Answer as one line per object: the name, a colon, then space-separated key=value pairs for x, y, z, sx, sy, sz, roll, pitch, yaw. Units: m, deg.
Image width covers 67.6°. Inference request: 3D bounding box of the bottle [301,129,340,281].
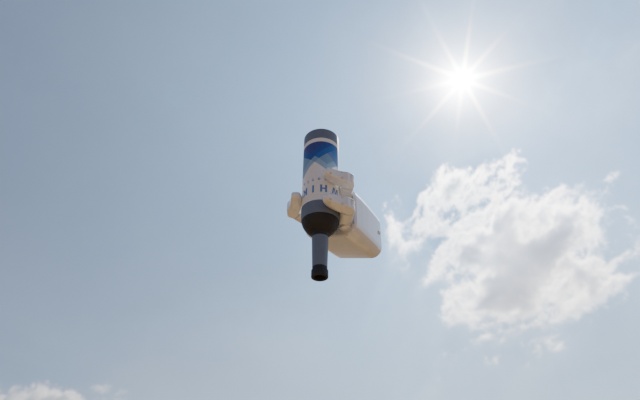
bottle: x=0.000 y=0.002 z=0.835 sx=0.069 sy=0.295 sz=0.069 roll=0 pitch=-36 yaw=0
